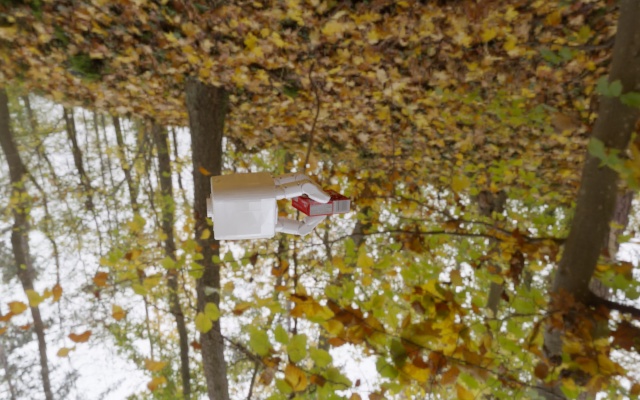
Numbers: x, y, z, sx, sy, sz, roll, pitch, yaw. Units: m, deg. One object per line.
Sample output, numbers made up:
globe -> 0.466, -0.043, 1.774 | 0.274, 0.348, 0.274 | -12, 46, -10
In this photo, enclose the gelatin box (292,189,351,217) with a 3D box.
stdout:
gelatin box -> 0.000, 0.003, 0.886 | 0.089, 0.030, 0.073 | -5, 17, -27
